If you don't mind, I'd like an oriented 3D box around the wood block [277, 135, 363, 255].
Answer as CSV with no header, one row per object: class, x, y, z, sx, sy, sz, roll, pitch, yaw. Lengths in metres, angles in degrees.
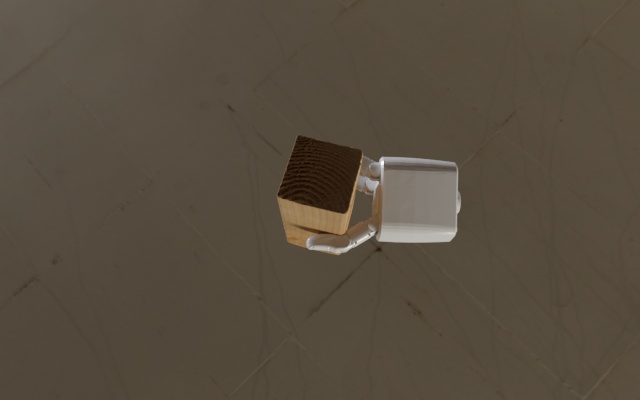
wood block,0.000,0.003,0.681,0.090,0.090,0.206,14,-20,5
